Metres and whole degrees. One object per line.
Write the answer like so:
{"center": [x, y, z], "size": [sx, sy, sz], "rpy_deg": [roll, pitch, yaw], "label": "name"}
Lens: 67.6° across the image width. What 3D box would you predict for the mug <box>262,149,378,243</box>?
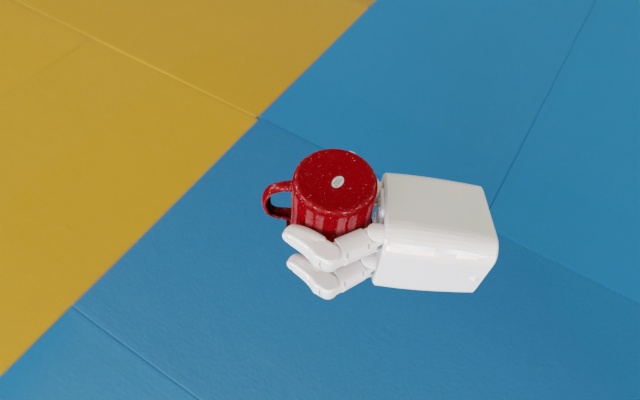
{"center": [-0.001, 0.001, 0.478], "size": [0.117, 0.093, 0.082], "rpy_deg": [6, -35, 0], "label": "mug"}
